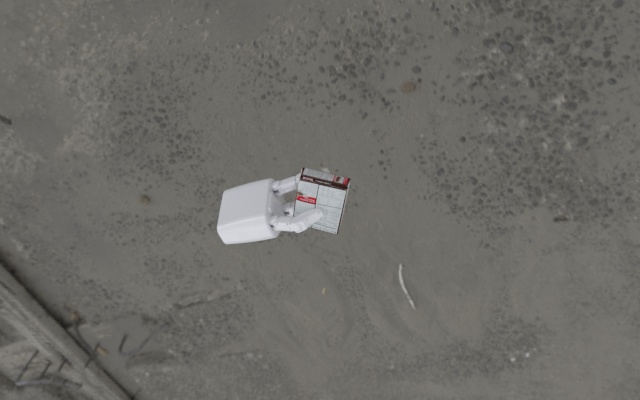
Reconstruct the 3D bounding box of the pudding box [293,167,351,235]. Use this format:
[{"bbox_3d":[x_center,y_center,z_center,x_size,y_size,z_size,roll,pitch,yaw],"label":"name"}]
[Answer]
[{"bbox_3d":[0.000,0.003,0.862,0.090,0.114,0.039,13,41,3],"label":"pudding box"}]
